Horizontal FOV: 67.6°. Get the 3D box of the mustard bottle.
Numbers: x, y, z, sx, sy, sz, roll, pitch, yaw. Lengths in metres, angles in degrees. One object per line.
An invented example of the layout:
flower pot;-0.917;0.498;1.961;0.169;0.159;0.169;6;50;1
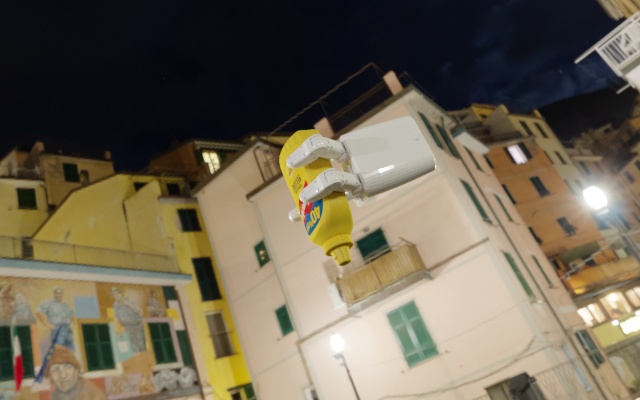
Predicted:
mustard bottle;0.000;0.002;0.665;0.058;0.191;0.096;-8;-29;-28
